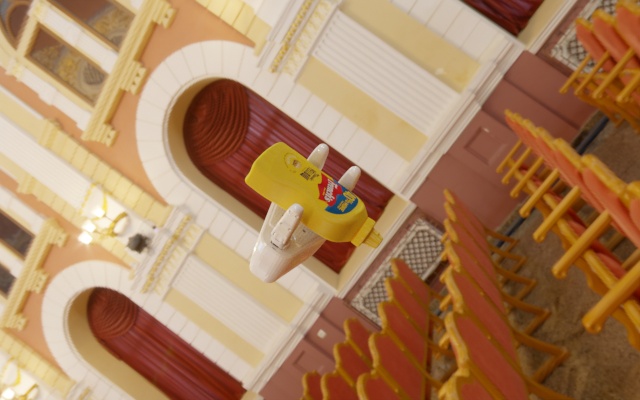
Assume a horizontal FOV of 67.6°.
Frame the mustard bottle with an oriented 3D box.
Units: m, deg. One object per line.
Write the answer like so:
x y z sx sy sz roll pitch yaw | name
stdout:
0.000 0.002 0.635 0.191 0.058 0.096 36 29 3 | mustard bottle
